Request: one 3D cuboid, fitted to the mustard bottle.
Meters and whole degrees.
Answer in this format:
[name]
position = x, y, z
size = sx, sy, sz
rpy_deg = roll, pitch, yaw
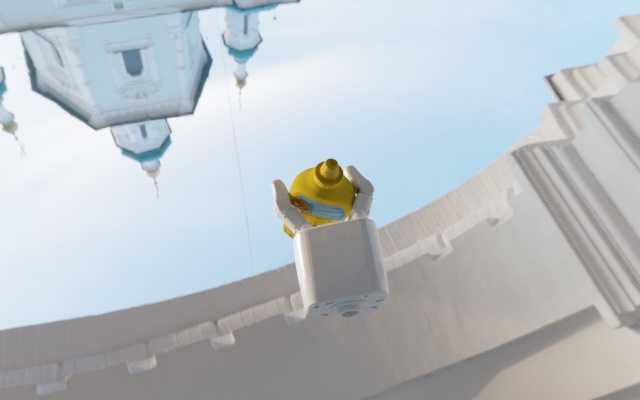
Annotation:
[mustard bottle]
position = 0.000, 0.002, 0.703
size = 0.096, 0.058, 0.192
rpy_deg = 18, -33, 1
